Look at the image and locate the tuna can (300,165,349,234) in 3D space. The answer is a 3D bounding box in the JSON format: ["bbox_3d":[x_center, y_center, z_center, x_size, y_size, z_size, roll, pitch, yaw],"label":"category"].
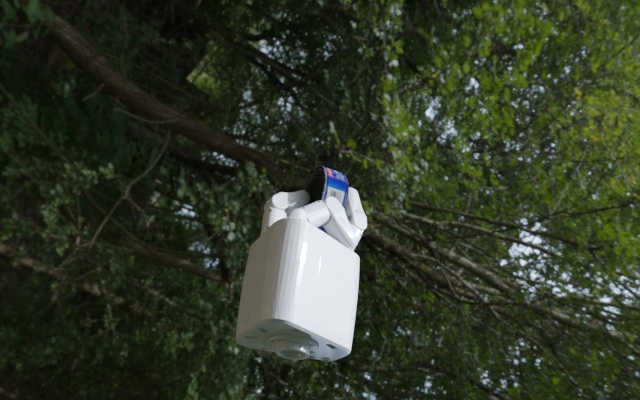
[{"bbox_3d":[0.001,0.002,0.585,0.034,0.086,0.086,18,-7,-20],"label":"tuna can"}]
